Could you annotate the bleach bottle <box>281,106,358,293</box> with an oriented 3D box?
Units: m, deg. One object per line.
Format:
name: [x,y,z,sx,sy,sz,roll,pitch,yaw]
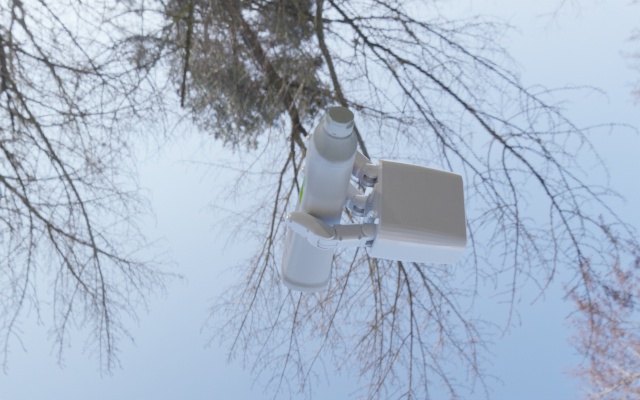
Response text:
bleach bottle: [0.000,0.002,0.576,0.068,0.102,0.251,8,-44,-6]
